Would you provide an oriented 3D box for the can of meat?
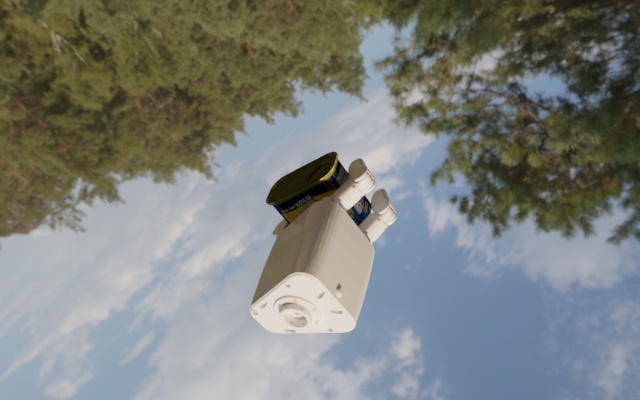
[{"bbox_3d":[0.000,0.002,0.583,0.102,0.084,0.057,-25,28,28],"label":"can of meat"}]
